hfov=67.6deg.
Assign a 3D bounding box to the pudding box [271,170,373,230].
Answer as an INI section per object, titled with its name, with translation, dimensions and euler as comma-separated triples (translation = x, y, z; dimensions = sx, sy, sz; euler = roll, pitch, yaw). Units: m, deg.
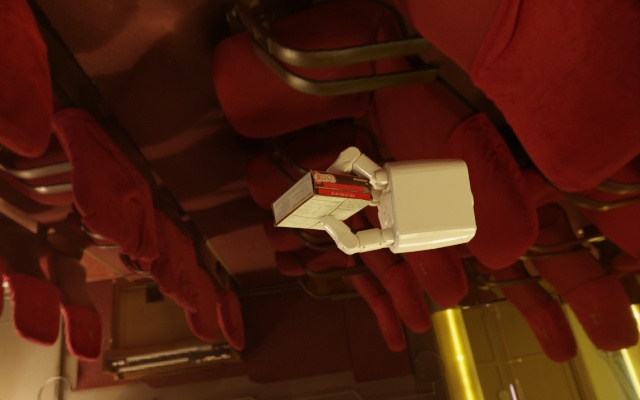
[pudding box]
translation = 0.000, 0.002, 0.626
dimensions = 0.090, 0.039, 0.113
euler = 7, -28, -31
